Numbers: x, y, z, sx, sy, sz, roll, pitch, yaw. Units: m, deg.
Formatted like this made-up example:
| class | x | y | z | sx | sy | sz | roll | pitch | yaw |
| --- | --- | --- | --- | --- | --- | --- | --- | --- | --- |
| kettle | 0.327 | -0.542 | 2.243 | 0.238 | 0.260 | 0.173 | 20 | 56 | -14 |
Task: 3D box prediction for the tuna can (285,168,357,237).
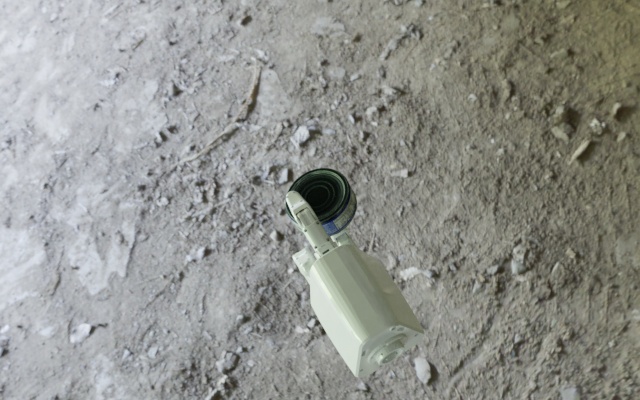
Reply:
| class | x | y | z | sx | sy | sz | roll | pitch | yaw |
| --- | --- | --- | --- | --- | --- | --- | --- | --- | --- |
| tuna can | 0.000 | 0.002 | 0.594 | 0.086 | 0.086 | 0.034 | 0 | -32 | 23 |
